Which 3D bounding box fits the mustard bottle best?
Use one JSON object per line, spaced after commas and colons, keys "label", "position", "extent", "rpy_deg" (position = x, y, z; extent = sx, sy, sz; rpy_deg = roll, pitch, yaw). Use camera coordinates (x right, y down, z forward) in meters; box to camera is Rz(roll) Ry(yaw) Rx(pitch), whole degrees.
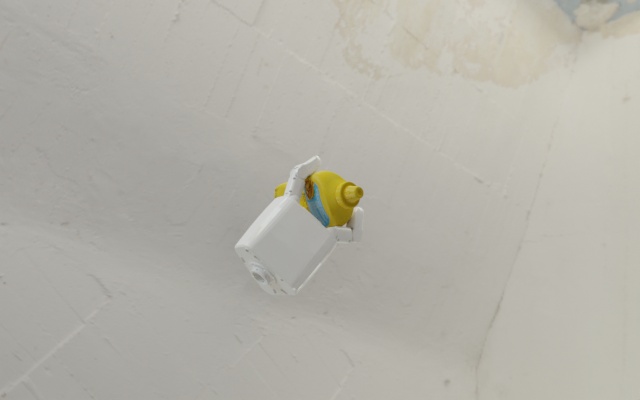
{"label": "mustard bottle", "position": [0.000, 0.002, 0.776], "extent": [0.058, 0.096, 0.191], "rpy_deg": [-21, 4, -37]}
